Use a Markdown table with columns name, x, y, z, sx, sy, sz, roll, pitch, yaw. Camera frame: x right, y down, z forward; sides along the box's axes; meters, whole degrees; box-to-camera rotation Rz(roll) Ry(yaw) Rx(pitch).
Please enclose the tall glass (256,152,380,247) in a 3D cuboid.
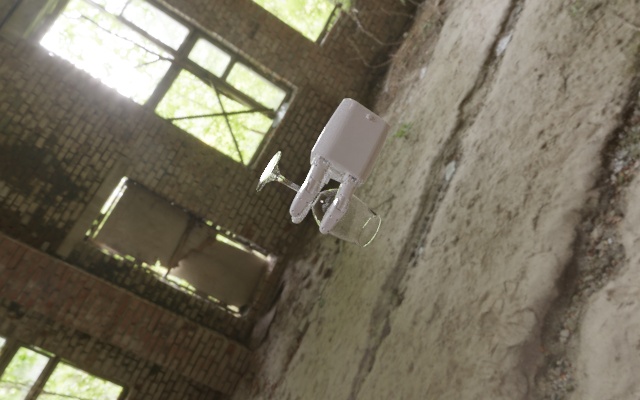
| name | x | y | z | sx | sy | sz | roll | pitch | yaw |
| --- | --- | --- | --- | --- | --- | --- | --- | --- | --- |
| tall glass | -0.001 | 0.002 | 0.782 | 0.201 | 0.079 | 0.079 | 31 | -9 | -15 |
